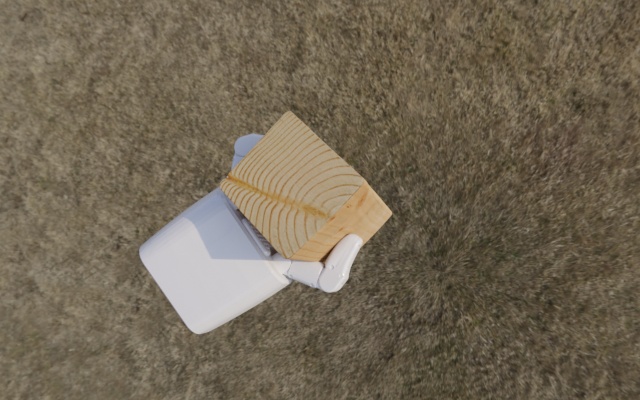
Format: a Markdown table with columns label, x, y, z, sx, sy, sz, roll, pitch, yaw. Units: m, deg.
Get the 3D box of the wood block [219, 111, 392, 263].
| label | x | y | z | sx | sy | sz | roll | pitch | yaw |
| --- | --- | --- | --- | --- | --- | --- | --- | --- | --- |
| wood block | 0.000 | 0.002 | 0.478 | 0.091 | 0.090 | 0.206 | 45 | 4 | 16 |
